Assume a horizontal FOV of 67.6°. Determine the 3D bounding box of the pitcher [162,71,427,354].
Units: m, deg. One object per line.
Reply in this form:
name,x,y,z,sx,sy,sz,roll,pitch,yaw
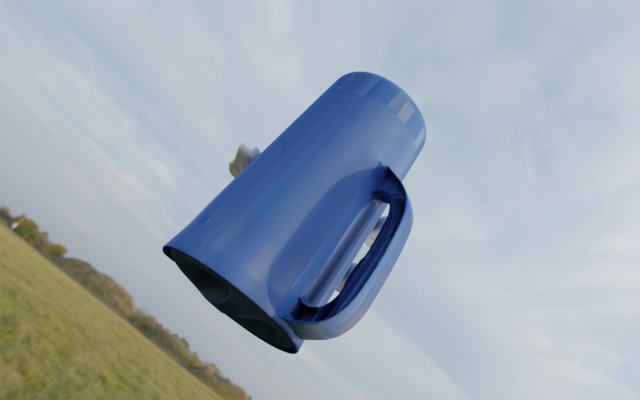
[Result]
pitcher,0.000,0.001,0.416,0.149,0.242,0.145,37,-24,2
